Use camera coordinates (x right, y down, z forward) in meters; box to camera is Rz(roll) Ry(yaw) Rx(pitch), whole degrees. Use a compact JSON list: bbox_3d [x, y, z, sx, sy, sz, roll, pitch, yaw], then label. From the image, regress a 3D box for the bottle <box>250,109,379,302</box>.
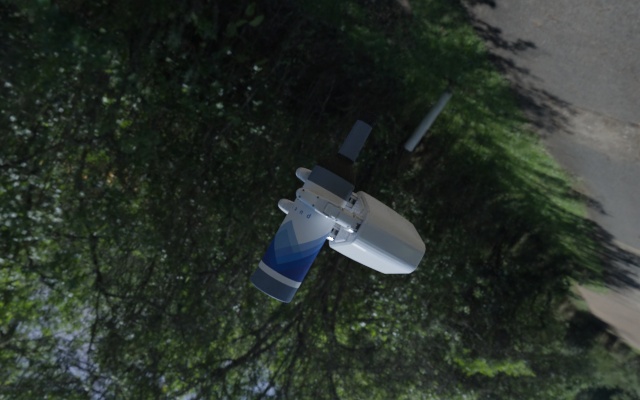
[{"bbox_3d":[0.000,0.002,0.691,0.069,0.295,0.069,30,0,0],"label":"bottle"}]
